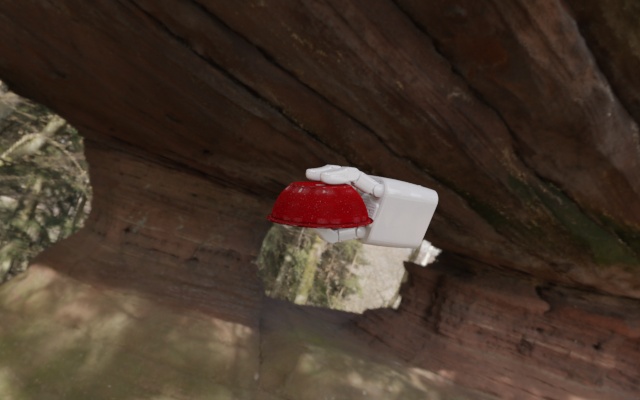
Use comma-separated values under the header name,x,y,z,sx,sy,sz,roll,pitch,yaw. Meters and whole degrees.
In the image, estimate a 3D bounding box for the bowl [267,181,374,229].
name,x,y,z,sx,sy,sz,roll,pitch,yaw
bowl,-0.001,0.002,0.719,0.162,0.055,0.162,2,7,0
